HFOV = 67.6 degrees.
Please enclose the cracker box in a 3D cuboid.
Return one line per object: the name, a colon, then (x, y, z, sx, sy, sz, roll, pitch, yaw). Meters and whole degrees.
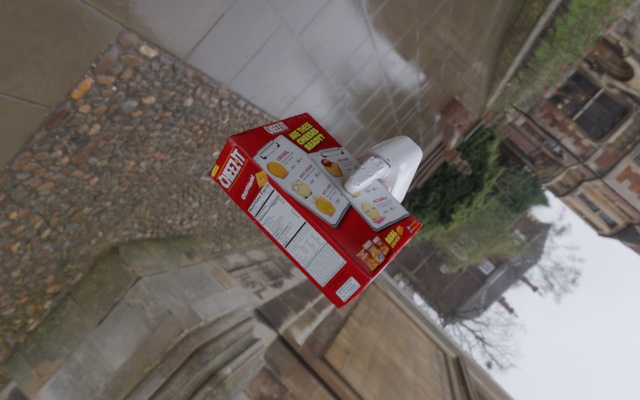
cracker box: (0.000, 0.002, 0.569, 0.072, 0.213, 0.164, -52, -11, 34)
